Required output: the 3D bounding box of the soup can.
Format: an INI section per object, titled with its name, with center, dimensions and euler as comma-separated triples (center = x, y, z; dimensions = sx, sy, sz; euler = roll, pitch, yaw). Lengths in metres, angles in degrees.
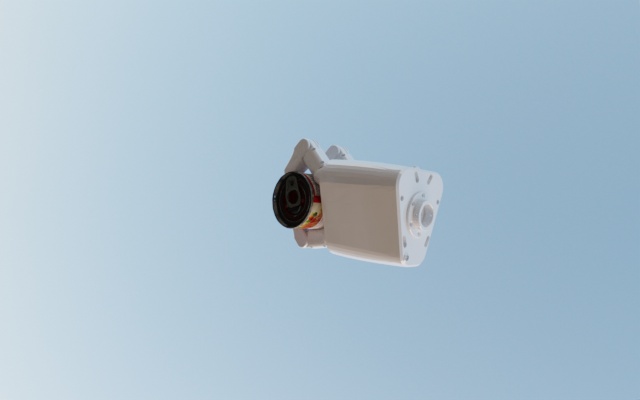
[soup can]
center = 0.000, 0.002, 0.596
dimensions = 0.068, 0.068, 0.102
euler = 0, -3, 43
